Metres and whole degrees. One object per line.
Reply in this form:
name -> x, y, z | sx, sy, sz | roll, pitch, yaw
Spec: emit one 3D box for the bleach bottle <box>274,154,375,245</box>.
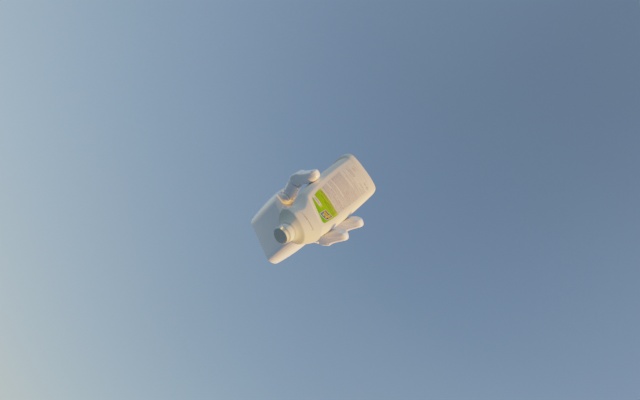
bleach bottle -> 0.000, 0.003, 0.861 | 0.068, 0.102, 0.250 | -40, -3, 43
